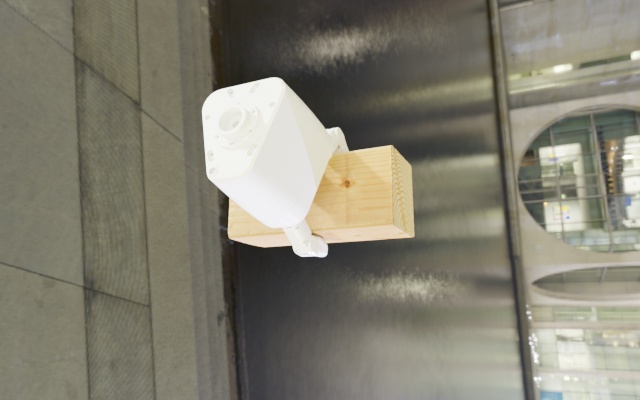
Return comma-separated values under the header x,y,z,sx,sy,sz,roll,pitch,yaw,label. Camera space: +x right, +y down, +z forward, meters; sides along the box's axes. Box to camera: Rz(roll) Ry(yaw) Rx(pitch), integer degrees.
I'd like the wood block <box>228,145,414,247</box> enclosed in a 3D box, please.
x,y,z,sx,sy,sz,roll,pitch,yaw,label
0.000,0.002,0.579,0.206,0.090,0.090,-6,-15,24,wood block
